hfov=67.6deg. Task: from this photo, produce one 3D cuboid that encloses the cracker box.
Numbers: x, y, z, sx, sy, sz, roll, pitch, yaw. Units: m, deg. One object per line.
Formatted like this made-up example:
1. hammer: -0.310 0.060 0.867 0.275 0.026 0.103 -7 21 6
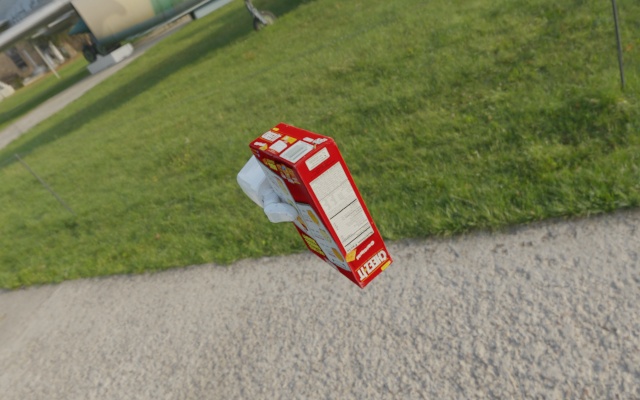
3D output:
1. cracker box: 0.000 0.002 0.685 0.072 0.214 0.164 -37 29 -15
